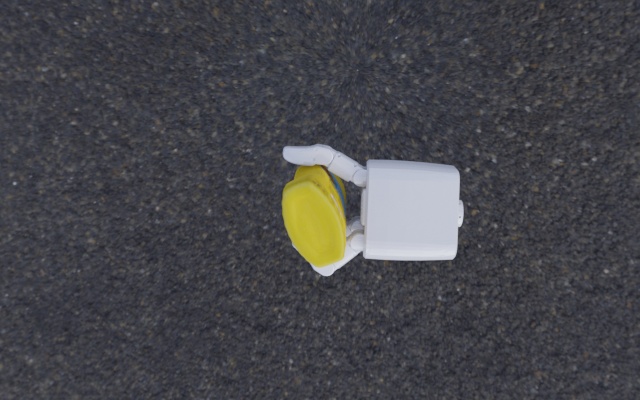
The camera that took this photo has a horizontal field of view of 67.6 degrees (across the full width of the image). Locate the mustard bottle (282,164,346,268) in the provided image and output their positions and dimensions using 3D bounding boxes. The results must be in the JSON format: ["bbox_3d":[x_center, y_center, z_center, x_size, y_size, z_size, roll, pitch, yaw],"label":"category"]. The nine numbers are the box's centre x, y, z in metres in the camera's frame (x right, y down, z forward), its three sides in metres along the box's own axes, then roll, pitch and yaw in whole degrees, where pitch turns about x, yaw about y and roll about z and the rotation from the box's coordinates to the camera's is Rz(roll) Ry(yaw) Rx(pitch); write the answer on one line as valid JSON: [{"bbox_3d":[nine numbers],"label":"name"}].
[{"bbox_3d":[0.000,0.002,0.577,0.058,0.096,0.191,-23,12,10],"label":"mustard bottle"}]
